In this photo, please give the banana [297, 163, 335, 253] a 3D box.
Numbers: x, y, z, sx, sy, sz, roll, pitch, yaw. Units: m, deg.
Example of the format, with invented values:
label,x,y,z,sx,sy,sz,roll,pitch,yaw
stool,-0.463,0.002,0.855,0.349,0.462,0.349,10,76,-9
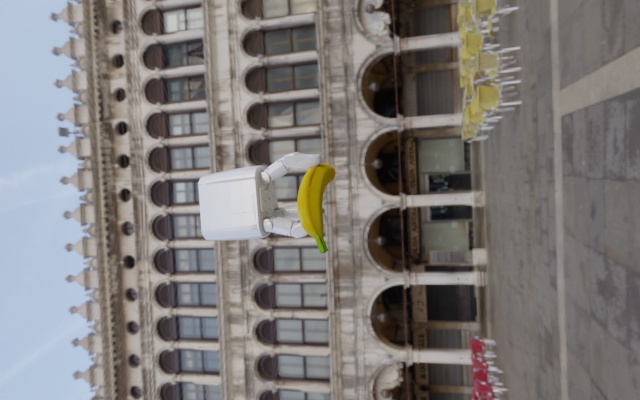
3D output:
label,x,y,z,sx,sy,sz,roll,pitch,yaw
banana,-0.006,-0.010,0.720,0.037,0.070,0.197,-10,36,16
